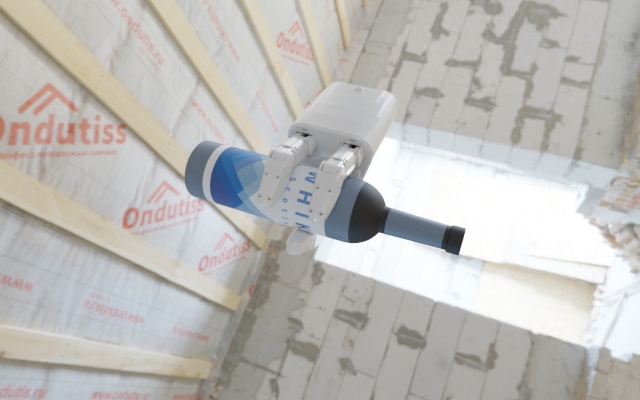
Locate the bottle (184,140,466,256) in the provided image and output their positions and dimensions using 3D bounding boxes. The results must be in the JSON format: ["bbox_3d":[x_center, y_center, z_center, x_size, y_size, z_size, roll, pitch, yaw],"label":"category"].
[{"bbox_3d":[0.000,0.002,0.498,0.295,0.069,0.069,16,5,18],"label":"bottle"}]
